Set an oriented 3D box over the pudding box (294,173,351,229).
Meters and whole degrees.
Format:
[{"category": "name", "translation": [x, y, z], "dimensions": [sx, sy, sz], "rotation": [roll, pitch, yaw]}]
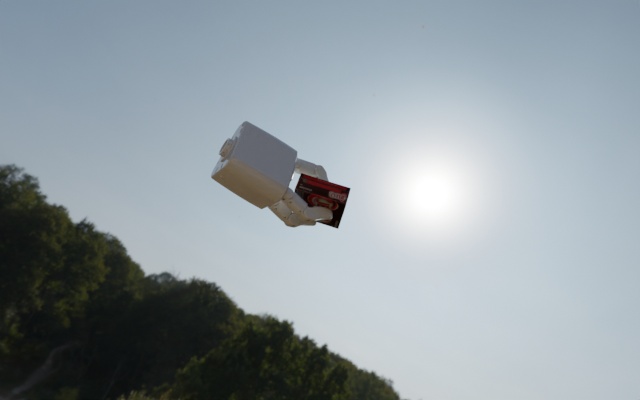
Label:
[{"category": "pudding box", "translation": [0.000, 0.003, 0.842], "dimensions": [0.090, 0.039, 0.113], "rotation": [18, -23, 3]}]
